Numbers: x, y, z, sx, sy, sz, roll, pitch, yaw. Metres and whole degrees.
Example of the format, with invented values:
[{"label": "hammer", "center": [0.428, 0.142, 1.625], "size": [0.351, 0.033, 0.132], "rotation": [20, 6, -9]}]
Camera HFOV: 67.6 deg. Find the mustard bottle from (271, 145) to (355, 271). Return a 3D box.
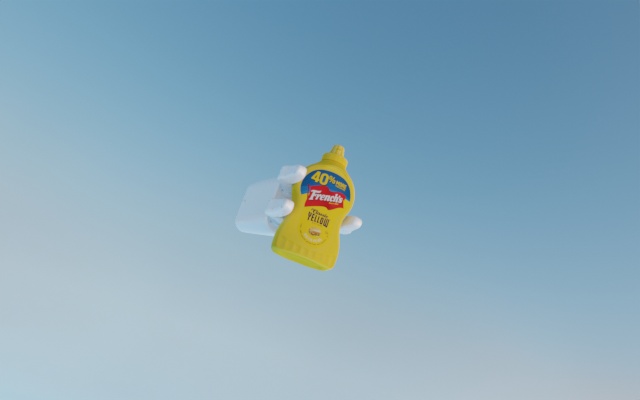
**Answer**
[{"label": "mustard bottle", "center": [0.000, 0.003, 0.721], "size": [0.096, 0.191, 0.058], "rotation": [22, -19, -10]}]
